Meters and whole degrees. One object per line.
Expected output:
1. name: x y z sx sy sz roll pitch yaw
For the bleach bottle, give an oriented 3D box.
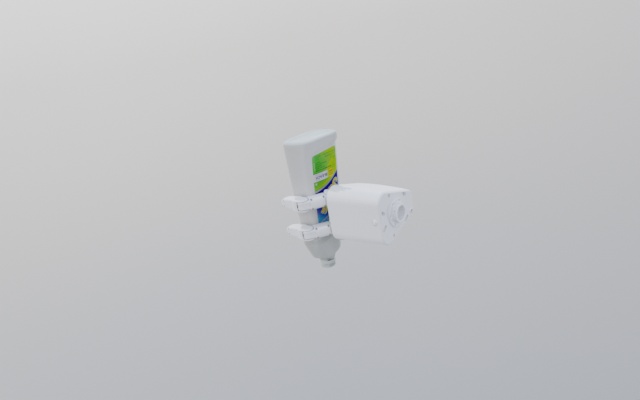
1. bleach bottle: 0.000 0.003 0.880 0.068 0.251 0.102 8 26 41
